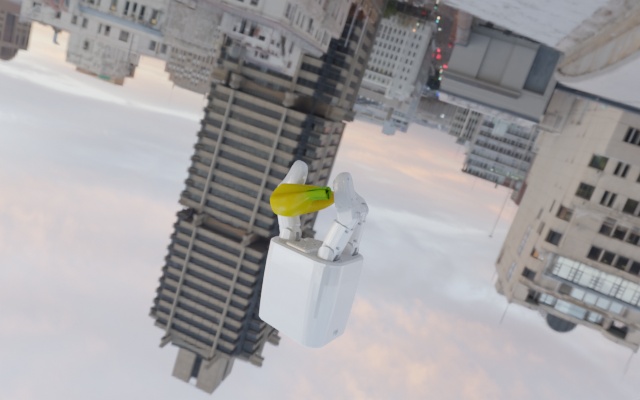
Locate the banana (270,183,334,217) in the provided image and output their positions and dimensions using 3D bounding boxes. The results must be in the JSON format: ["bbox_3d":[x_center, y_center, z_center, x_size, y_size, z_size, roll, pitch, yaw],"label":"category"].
[{"bbox_3d":[-0.019,0.000,0.546,0.069,0.037,0.198,5,2,3],"label":"banana"}]
